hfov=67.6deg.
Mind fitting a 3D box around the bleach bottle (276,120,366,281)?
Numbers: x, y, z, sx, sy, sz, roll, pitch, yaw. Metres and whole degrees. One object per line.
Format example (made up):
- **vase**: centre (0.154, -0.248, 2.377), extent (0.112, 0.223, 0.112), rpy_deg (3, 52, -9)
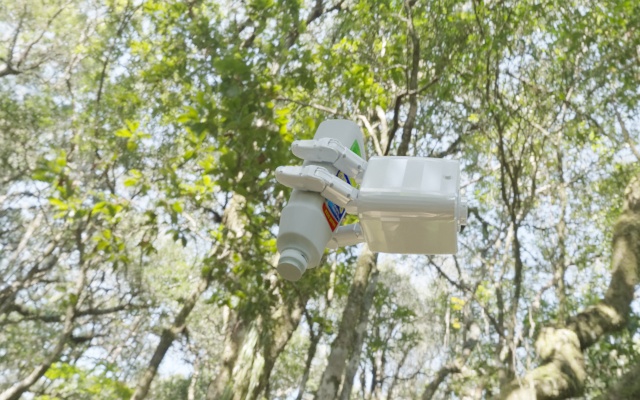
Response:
- **bleach bottle**: centre (0.000, 0.002, 0.597), extent (0.068, 0.103, 0.250), rpy_deg (2, 40, 17)
